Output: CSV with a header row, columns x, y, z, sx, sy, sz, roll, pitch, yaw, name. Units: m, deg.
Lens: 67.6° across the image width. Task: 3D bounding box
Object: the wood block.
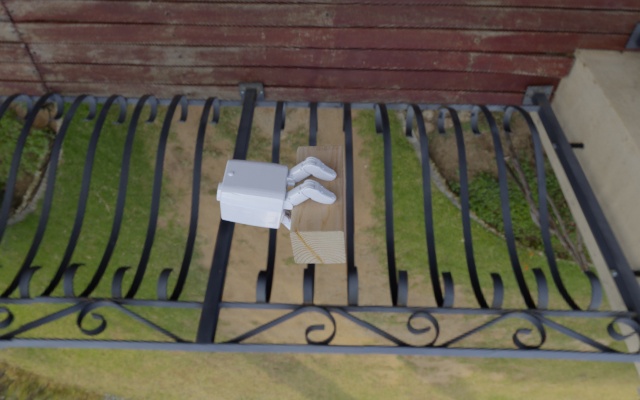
x,y,z,sx,sy,sz,roll,pitch,yaw,name
0.000,0.003,0.858,0.090,0.206,0.091,-1,-42,4,wood block
